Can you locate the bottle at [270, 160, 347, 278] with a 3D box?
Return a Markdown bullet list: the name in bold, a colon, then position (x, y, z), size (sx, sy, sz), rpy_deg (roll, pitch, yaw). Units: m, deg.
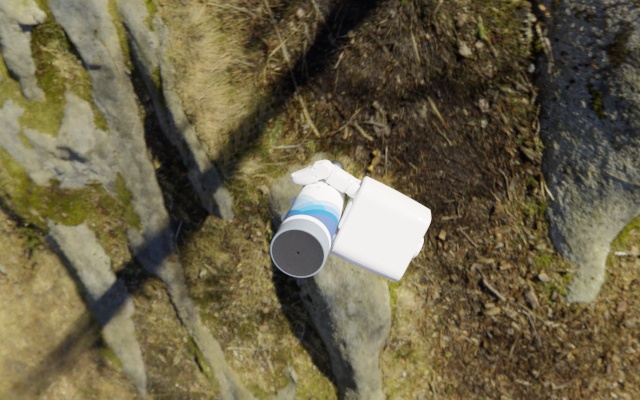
- **bottle**: position (0.000, 0.002, 0.680), size (0.069, 0.069, 0.295), rpy_deg (0, 23, 11)
